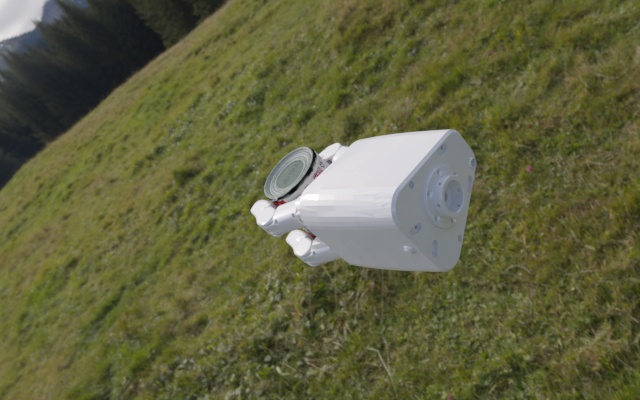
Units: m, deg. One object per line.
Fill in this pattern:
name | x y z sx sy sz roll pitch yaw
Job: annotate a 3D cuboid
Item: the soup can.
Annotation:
soup can | 0.000 0.001 0.494 0.102 0.068 0.068 42 -25 -31
